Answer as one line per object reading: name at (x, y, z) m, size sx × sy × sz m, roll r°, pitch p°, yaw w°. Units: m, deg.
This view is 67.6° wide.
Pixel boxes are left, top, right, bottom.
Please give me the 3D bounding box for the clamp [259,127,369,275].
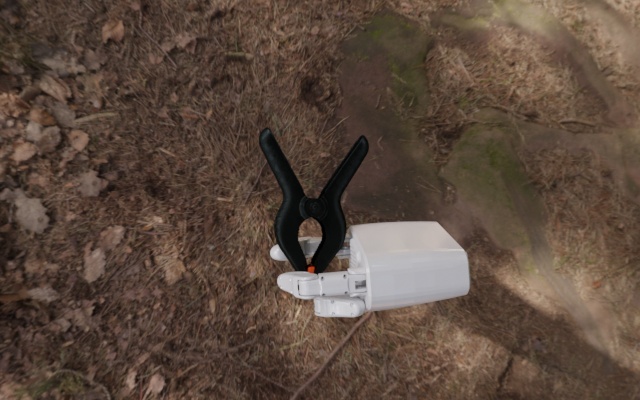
clamp at (0.000, 0.002, 0.521) m, size 0.120 × 0.171 × 0.039 m, roll -6°, pitch 2°, yaw -4°
